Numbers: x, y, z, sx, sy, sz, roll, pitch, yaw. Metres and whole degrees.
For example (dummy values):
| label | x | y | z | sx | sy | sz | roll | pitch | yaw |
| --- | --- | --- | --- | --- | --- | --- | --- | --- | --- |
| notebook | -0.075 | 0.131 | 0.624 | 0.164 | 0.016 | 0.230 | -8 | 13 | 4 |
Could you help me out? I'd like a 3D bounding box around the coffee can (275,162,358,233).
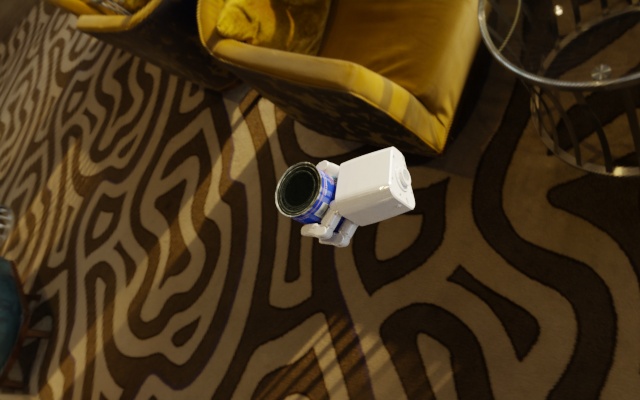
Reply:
| label | x | y | z | sx | sy | sz | roll | pitch | yaw |
| --- | --- | --- | --- | --- | --- | --- | --- | --- | --- |
| coffee can | 0.000 | 0.003 | 0.881 | 0.103 | 0.102 | 0.140 | 0 | -19 | 38 |
